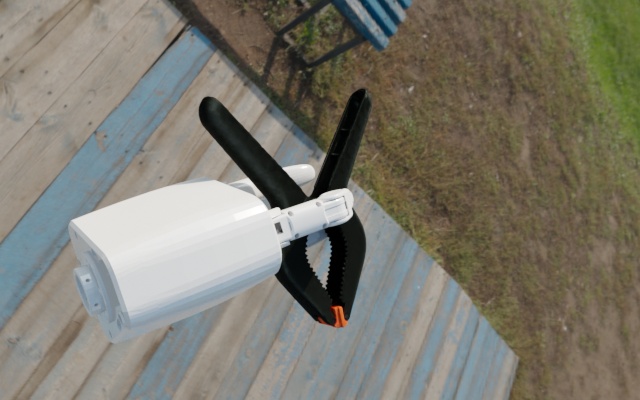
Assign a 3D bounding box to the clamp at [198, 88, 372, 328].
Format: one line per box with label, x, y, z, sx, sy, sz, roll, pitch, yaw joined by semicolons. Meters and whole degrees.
clamp;0.000;0.002;0.410;0.164;0.210;0.036;-20;7;-32
